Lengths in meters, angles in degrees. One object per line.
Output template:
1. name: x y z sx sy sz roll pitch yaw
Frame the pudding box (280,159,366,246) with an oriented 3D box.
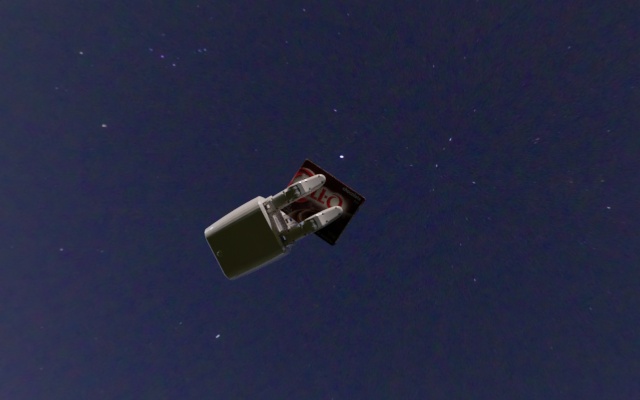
1. pudding box: 0.000 0.002 0.745 0.113 0.090 0.039 34 5 6
